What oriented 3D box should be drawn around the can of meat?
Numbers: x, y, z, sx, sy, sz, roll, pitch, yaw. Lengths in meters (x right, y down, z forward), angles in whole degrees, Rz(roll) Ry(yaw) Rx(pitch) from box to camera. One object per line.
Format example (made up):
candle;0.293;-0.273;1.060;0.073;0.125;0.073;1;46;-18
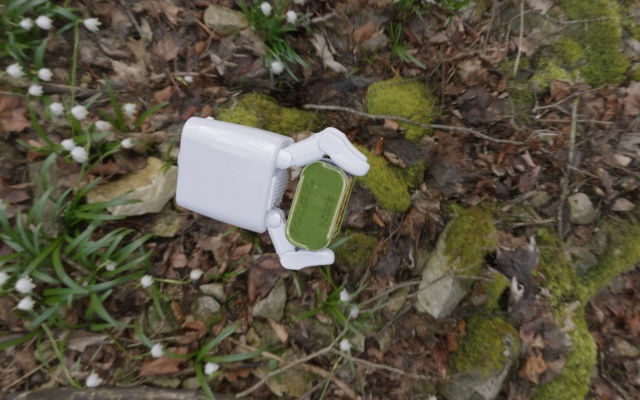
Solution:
can of meat;0.000;0.002;0.543;0.057;0.102;0.084;18;9;5
